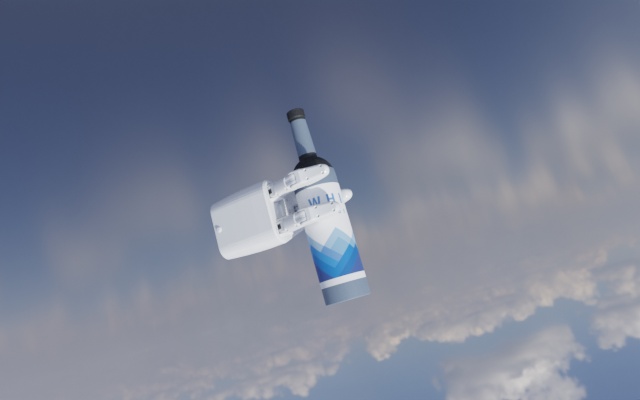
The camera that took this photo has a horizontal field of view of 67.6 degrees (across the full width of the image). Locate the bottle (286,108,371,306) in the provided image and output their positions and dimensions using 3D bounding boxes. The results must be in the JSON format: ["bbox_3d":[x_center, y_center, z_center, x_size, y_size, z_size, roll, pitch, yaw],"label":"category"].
[{"bbox_3d":[0.000,0.003,0.706,0.069,0.295,0.069,-15,-11,-3],"label":"bottle"}]
